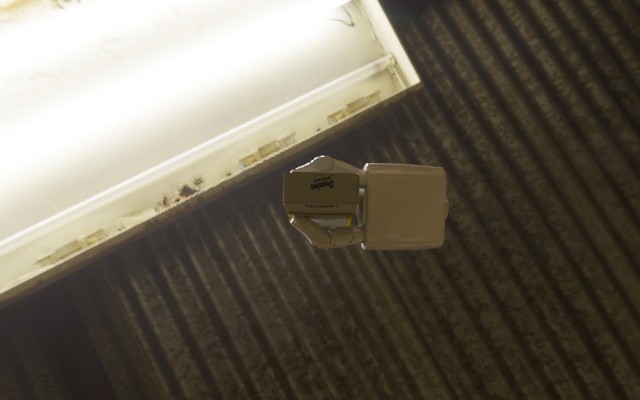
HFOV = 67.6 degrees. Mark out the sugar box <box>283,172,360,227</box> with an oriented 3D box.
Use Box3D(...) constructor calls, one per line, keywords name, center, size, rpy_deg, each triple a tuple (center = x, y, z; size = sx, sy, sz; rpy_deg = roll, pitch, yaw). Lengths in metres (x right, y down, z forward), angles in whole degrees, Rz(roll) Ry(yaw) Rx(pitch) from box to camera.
Box3D(name="sugar box", center=(0.000, 0.002, 0.654), size=(0.093, 0.048, 0.176), rpy_deg=(1, -14, -1))
